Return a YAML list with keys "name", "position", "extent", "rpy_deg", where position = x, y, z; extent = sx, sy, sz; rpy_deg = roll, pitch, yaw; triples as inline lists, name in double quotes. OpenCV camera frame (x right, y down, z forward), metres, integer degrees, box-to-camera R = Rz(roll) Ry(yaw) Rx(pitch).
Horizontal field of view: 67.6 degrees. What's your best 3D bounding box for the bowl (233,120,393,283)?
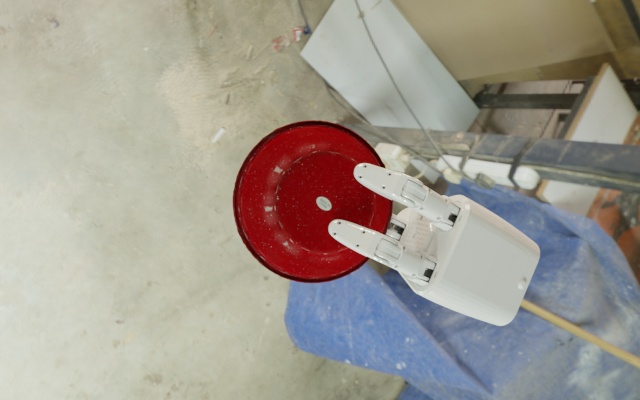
- name: "bowl"
  position: [-0.001, 0.001, 0.447]
  extent: [0.162, 0.162, 0.055]
  rpy_deg: [0, 0, -11]
